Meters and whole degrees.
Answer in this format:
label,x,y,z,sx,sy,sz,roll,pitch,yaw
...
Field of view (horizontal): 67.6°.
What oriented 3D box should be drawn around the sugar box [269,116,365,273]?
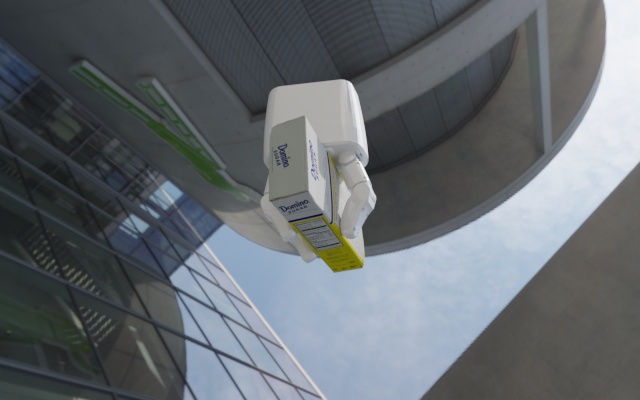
label,x,y,z,sx,sy,sz,roll,pitch,yaw
sugar box,0.000,0.002,0.514,0.048,0.093,0.176,-15,-36,18
